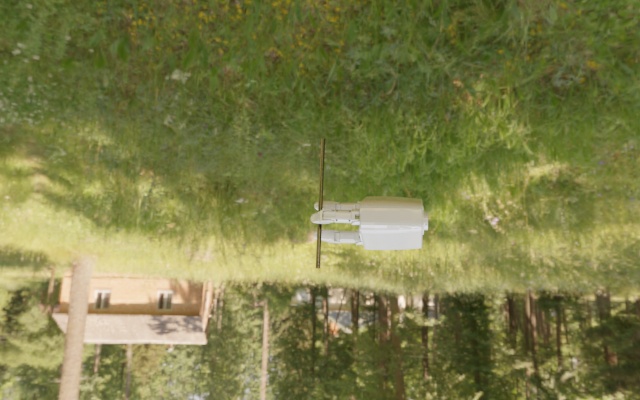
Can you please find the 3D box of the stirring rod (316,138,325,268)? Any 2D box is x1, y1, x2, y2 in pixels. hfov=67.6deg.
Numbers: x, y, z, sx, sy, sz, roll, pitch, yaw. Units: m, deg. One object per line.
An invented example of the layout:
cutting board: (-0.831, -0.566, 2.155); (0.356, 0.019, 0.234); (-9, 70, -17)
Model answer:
stirring rod: (0.000, 0.003, 0.873); (0.011, 0.239, 0.011); (2, -11, 0)
